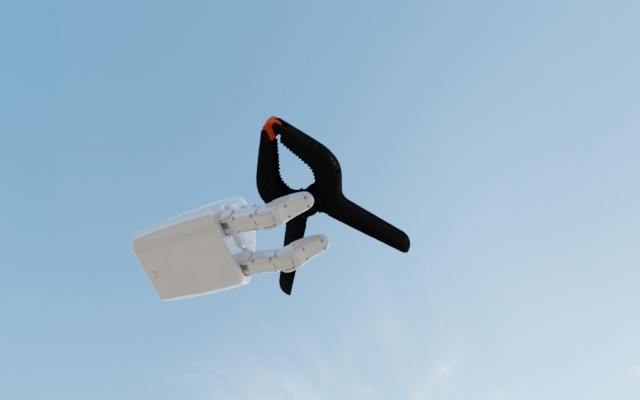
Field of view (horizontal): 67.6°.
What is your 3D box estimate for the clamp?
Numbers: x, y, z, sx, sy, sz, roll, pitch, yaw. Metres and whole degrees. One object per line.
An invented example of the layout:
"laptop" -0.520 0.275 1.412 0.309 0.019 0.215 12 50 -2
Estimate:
"clamp" 0.000 0.001 0.531 0.164 0.210 0.036 -16 23 9
